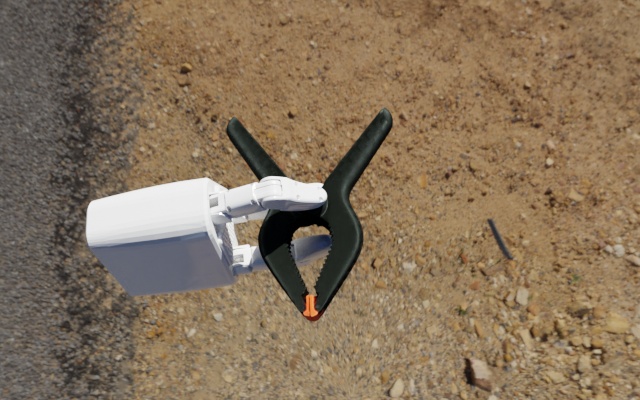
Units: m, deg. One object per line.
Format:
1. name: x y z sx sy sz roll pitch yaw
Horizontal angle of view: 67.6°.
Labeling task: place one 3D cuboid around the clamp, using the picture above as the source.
1. clamp: 0.000 0.002 0.442 0.164 0.210 0.036 -10 -23 2
